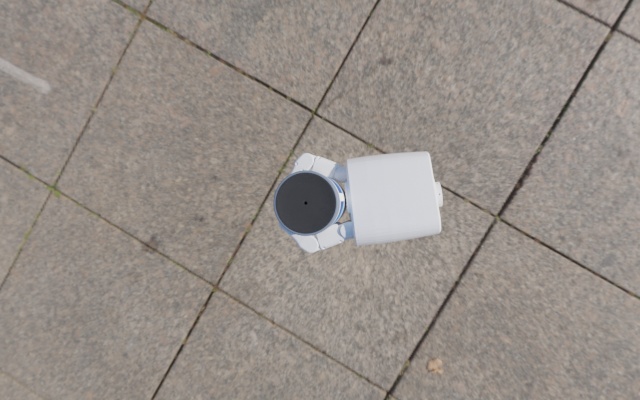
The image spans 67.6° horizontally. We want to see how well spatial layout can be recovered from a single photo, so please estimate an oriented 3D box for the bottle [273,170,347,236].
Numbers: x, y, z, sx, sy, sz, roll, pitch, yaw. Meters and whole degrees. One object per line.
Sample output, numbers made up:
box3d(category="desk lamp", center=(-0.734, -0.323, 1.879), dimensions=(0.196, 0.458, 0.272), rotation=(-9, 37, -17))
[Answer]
box3d(category="bottle", center=(0.000, 0.002, 0.625), dimensions=(0.069, 0.069, 0.295), rotation=(0, 0, 6))
